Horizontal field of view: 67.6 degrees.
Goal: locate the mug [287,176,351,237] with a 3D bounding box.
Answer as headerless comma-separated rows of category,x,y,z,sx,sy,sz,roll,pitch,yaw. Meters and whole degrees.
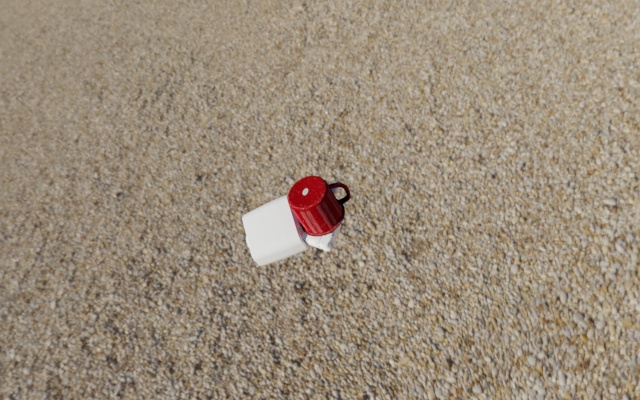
mug,0.001,0.002,0.895,0.117,0.093,0.081,-23,-44,8
